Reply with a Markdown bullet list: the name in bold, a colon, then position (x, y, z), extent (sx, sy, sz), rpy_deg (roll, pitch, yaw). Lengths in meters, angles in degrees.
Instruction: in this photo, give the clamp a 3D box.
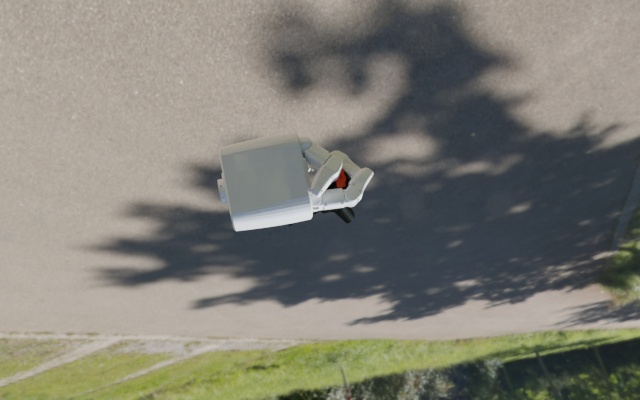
- **clamp**: position (0.000, 0.003, 0.719), extent (0.120, 0.039, 0.171), rpy_deg (-11, -23, -7)
